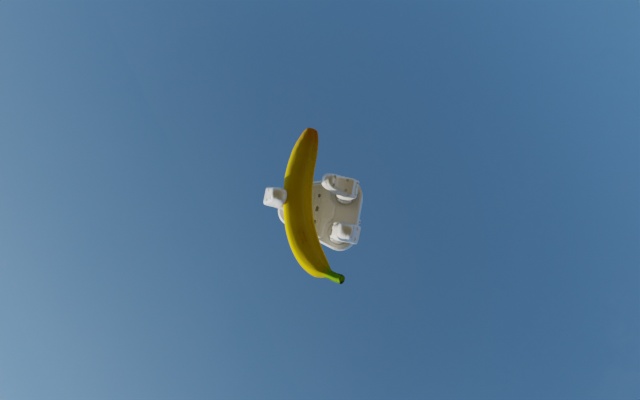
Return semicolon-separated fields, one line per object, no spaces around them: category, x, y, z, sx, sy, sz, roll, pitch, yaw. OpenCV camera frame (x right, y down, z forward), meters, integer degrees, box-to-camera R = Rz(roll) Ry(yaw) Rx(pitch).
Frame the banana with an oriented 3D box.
banana;-0.016;0.010;0.591;0.069;0.197;0.037;-17;-14;22
